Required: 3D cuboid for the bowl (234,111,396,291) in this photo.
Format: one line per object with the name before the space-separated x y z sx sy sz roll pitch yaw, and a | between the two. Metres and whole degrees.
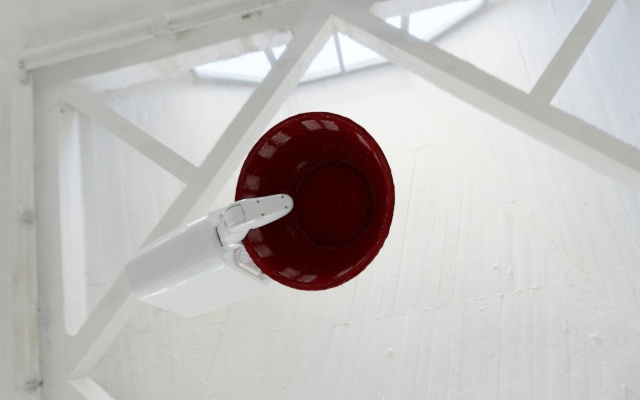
bowl | 0.001 0.001 0.448 0.162 0.162 0.055 0 -4 27
